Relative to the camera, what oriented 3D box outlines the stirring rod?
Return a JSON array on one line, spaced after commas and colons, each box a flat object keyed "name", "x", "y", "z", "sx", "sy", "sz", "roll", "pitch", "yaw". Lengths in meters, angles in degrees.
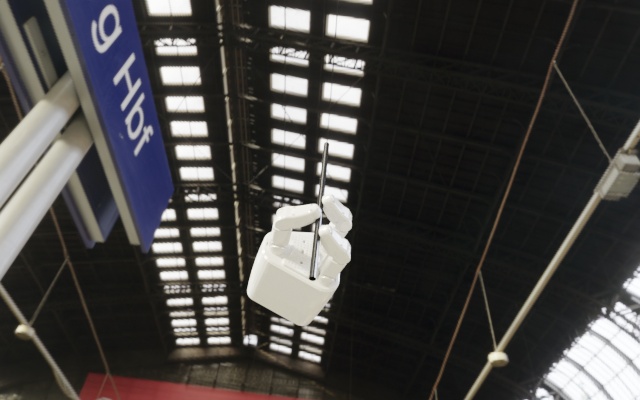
[{"name": "stirring rod", "x": 0.000, "y": 0.002, "z": 0.608, "sx": 0.011, "sy": 0.011, "sz": 0.239, "roll": 0, "pitch": 44, "yaw": 6}]
